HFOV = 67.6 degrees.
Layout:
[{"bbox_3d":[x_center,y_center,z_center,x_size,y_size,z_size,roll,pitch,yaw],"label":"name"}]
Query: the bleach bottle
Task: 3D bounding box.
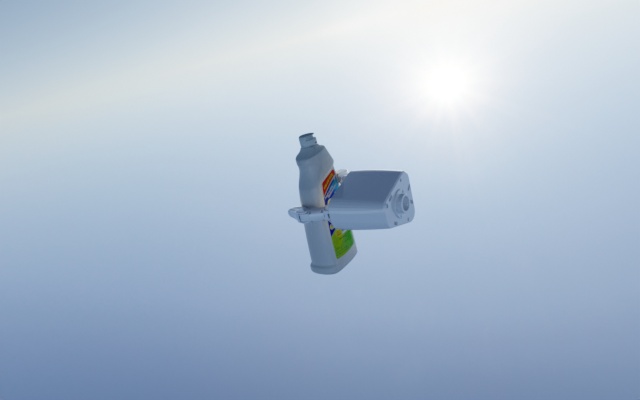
[{"bbox_3d":[0.000,0.003,0.874,0.068,0.251,0.102,0,24,37],"label":"bleach bottle"}]
